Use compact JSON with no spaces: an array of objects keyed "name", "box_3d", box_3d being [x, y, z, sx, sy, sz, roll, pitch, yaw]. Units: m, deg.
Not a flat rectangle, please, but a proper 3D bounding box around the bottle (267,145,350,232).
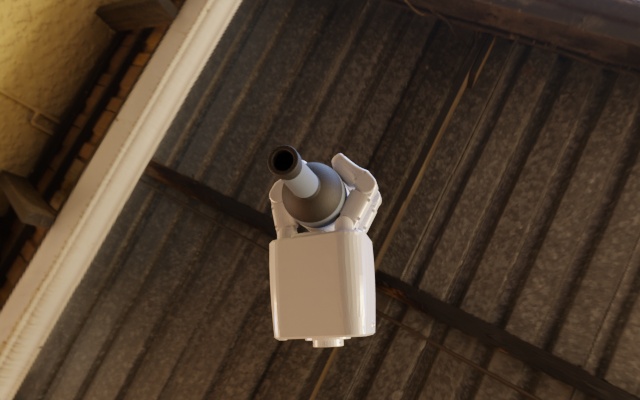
[{"name":"bottle","box_3d":[0.000,0.002,0.536,0.069,0.069,0.296,0,-14,13]}]
